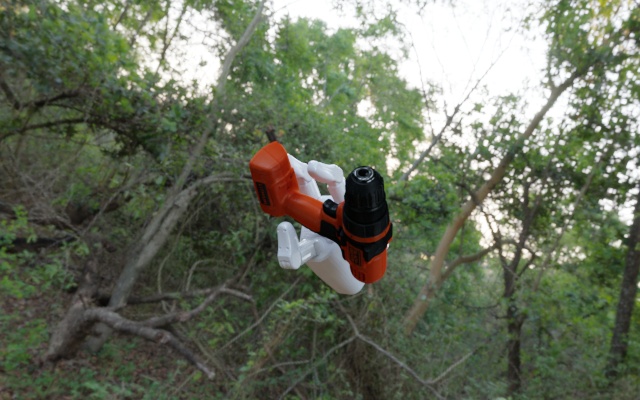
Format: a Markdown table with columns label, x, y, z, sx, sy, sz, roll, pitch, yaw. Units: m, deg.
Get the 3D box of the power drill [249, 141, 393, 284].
| label | x | y | z | sx | sy | sz | roll | pitch | yaw |
| --- | --- | --- | --- | --- | --- | --- | --- | --- | --- |
| power drill | 0.000 | 0.002 | 0.565 | 0.187 | 0.185 | 0.057 | 32 | 59 | 30 |
